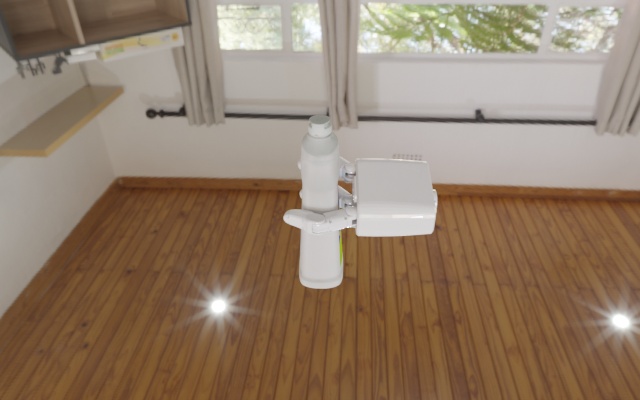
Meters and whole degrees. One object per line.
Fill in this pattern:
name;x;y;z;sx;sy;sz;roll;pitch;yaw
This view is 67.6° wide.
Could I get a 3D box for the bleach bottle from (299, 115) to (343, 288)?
bleach bottle;0.000;0.002;0.686;0.068;0.251;0.102;0;35;1
